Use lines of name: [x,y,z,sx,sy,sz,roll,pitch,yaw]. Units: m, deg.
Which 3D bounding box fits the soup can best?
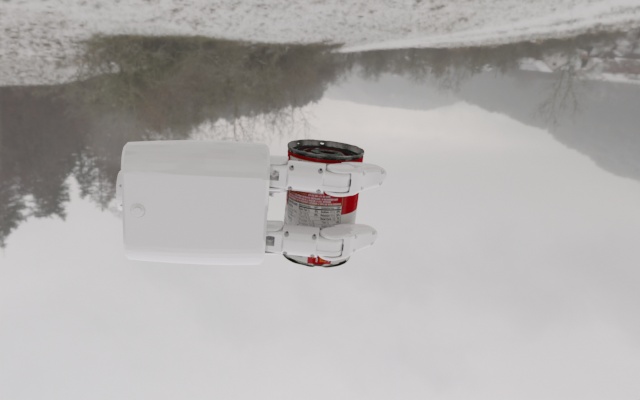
soup can: [0.001,0.002,0.432,0.068,0.102,0.068,5,17,-2]
